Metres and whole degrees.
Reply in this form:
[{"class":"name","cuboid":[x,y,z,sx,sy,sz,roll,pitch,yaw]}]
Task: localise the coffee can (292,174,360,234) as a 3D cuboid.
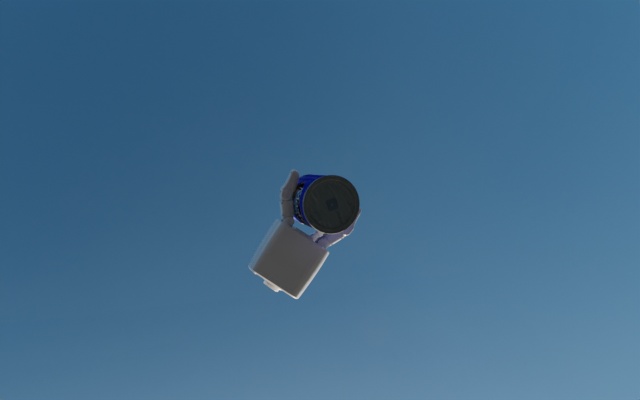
[{"class":"coffee can","cuboid":[0.000,0.003,0.889,0.103,0.103,0.140,0,4,-17]}]
